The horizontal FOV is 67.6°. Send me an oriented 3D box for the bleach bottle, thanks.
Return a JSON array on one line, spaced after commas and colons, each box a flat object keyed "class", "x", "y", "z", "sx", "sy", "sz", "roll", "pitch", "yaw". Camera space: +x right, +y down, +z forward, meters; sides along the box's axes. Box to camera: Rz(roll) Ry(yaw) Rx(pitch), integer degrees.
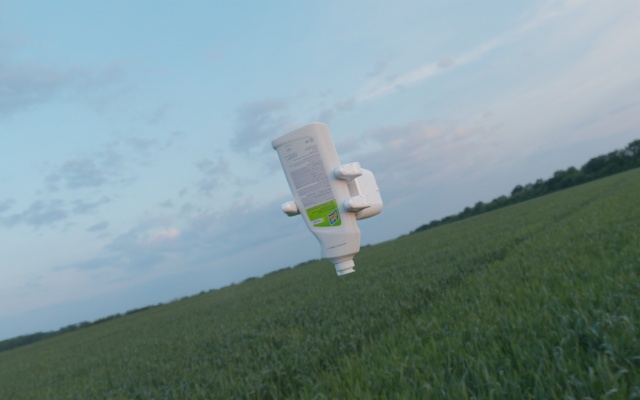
[{"class": "bleach bottle", "x": 0.000, "y": 0.003, "z": 0.799, "sx": 0.102, "sy": 0.251, "sz": 0.068, "roll": -20, "pitch": -7, "yaw": 26}]
